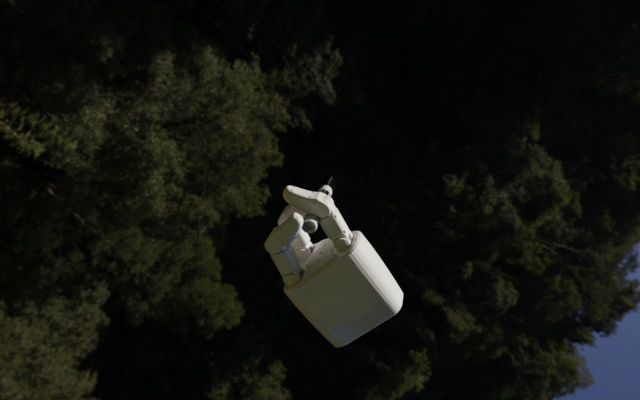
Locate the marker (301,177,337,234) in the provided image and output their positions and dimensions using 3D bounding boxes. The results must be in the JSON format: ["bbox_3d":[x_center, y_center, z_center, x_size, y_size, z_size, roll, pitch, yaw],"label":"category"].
[{"bbox_3d":[0.000,0.002,0.599,0.020,0.020,0.121,0,28,15],"label":"marker"}]
